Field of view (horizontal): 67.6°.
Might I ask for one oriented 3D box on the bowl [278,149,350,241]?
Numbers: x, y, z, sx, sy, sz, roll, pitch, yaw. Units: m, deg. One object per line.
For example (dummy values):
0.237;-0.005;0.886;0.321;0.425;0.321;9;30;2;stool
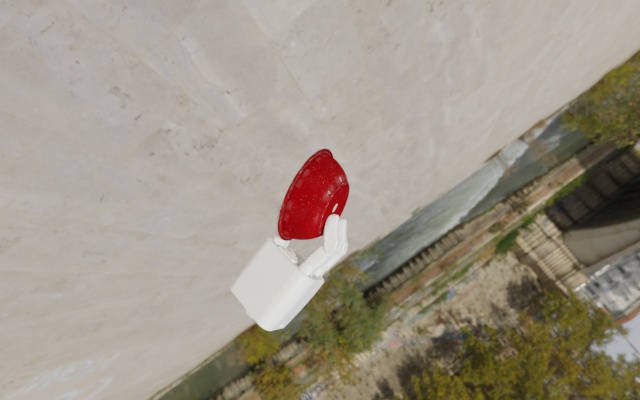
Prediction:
0.001;0.001;0.752;0.055;0.162;0.162;26;9;19;bowl
